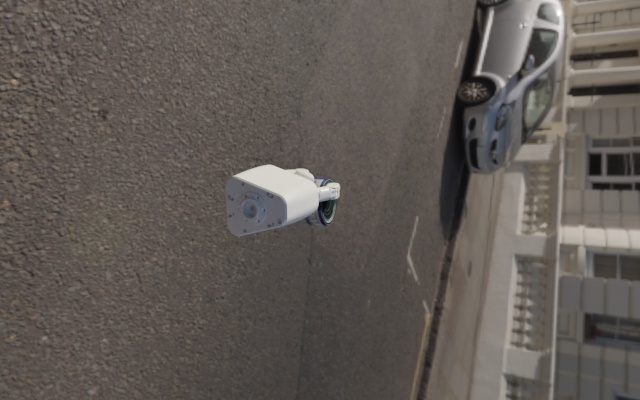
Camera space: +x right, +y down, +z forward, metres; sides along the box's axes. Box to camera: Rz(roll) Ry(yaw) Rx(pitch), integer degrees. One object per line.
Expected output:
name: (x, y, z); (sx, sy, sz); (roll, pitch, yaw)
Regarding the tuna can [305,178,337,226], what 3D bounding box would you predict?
tuna can: (0.001, 0.003, 0.857); (0.034, 0.086, 0.086); (1, 0, 21)
